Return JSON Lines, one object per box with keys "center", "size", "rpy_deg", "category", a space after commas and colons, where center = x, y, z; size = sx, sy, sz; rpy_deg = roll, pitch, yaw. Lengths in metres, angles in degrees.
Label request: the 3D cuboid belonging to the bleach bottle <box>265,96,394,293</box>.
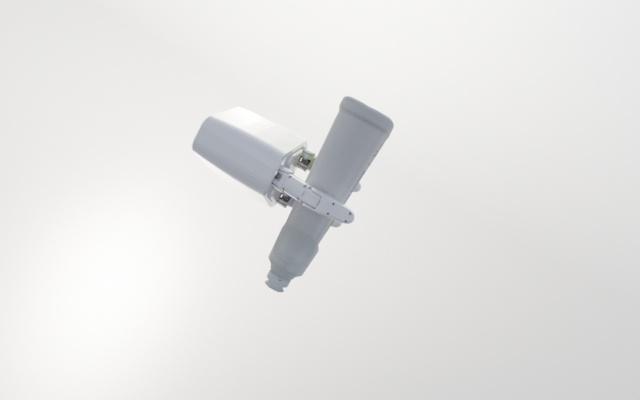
{"center": [0.000, 0.002, 0.585], "size": [0.068, 0.251, 0.102], "rpy_deg": [30, 7, 6], "category": "bleach bottle"}
